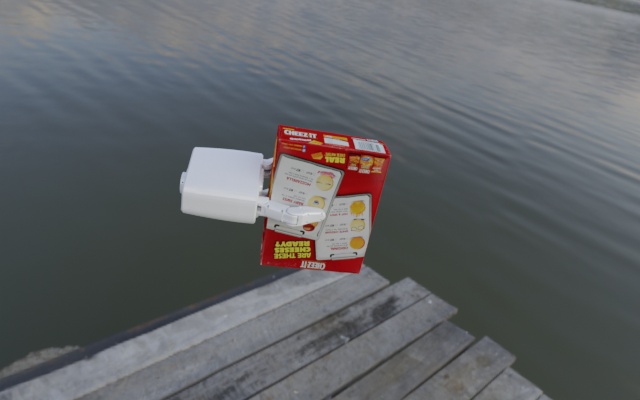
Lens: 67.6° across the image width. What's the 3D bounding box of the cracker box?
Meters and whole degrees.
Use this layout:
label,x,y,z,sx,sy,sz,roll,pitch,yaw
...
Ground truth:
label,x,y,z,sx,sy,sz,roll,pitch,yaw
cracker box,0.000,0.002,0.737,0.164,0.214,0.072,7,28,-9
